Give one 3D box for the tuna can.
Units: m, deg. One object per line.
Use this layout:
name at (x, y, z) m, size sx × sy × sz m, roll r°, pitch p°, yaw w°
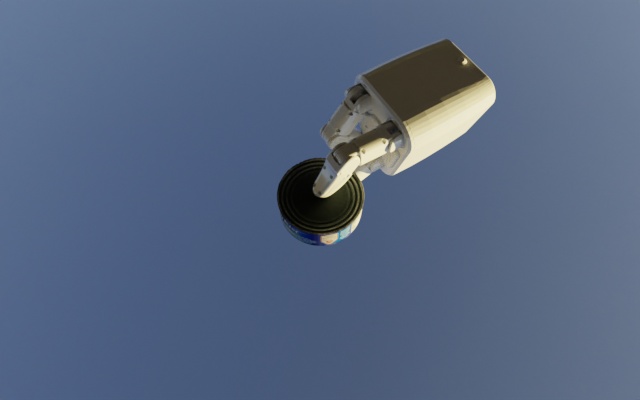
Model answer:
tuna can at (0.000, 0.002, 0.481) m, size 0.086 × 0.086 × 0.034 m, roll 0°, pitch -28°, yaw 0°
